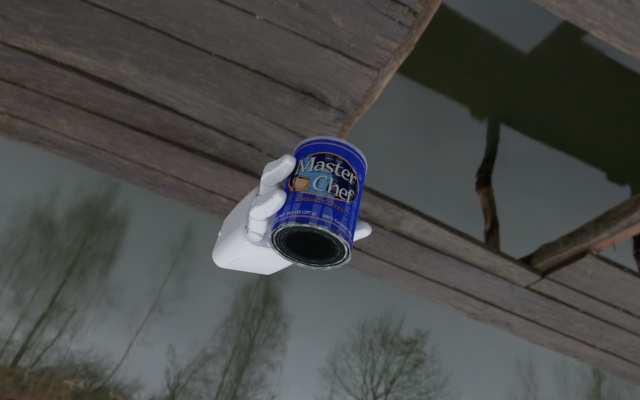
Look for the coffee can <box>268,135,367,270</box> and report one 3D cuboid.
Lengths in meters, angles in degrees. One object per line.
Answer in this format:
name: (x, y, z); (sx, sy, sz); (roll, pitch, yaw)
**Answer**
coffee can: (0.000, 0.002, 0.611); (0.103, 0.140, 0.103); (9, -36, 6)
